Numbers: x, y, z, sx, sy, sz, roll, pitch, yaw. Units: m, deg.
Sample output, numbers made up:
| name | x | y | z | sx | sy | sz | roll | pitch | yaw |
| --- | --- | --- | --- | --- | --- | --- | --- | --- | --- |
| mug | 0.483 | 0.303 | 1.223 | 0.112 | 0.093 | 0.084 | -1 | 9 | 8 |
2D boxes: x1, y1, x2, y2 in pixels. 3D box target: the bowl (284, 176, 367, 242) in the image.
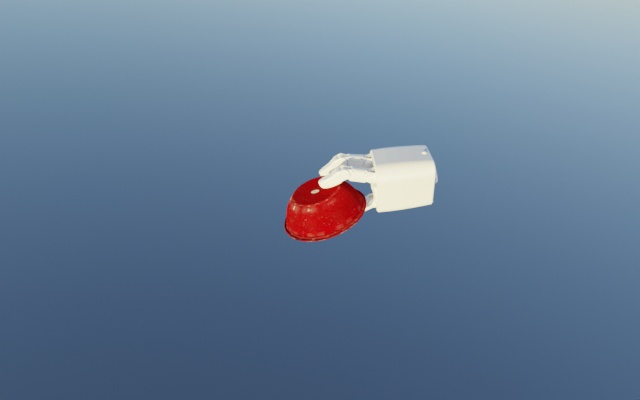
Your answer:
| name | x | y | z | sx | sy | sz | roll | pitch | yaw |
| --- | --- | --- | --- | --- | --- | --- | --- | --- | --- |
| bowl | -0.001 | 0.003 | 0.876 | 0.162 | 0.055 | 0.162 | -16 | 32 | 10 |
